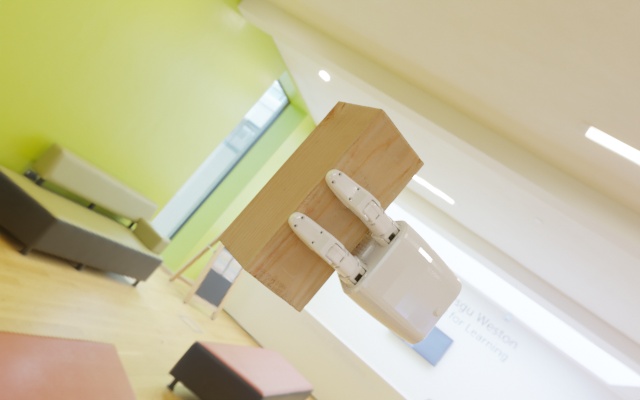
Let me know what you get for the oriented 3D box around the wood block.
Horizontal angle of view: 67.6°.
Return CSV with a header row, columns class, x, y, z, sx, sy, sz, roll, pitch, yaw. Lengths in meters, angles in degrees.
class,x,y,z,sx,sy,sz,roll,pitch,yaw
wood block,0.000,0.002,0.518,0.090,0.206,0.090,45,-8,-31
